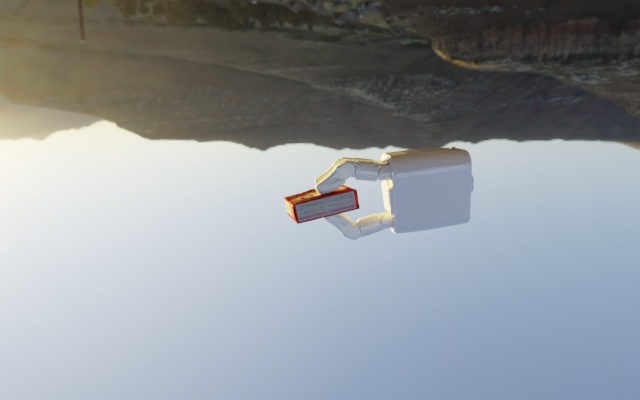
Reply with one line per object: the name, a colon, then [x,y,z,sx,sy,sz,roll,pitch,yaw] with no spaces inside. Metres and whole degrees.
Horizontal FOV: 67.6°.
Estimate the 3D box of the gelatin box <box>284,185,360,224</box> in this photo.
gelatin box: [0.000,0.003,0.654,0.089,0.030,0.073,-14,11,-11]
